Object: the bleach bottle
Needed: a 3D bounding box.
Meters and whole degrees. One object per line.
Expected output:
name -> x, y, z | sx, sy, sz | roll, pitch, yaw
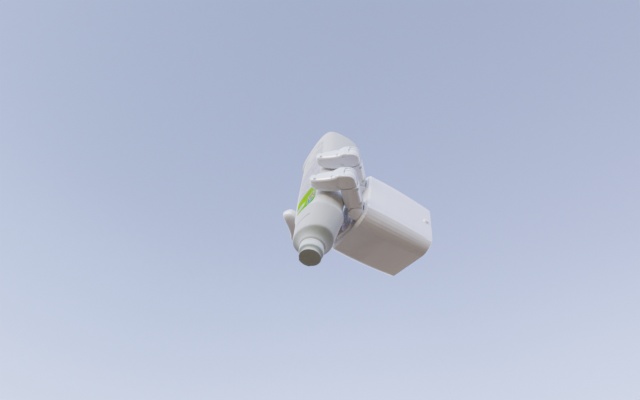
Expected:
bleach bottle -> 0.000, 0.002, 0.677 | 0.068, 0.103, 0.250 | 27, 35, -10
